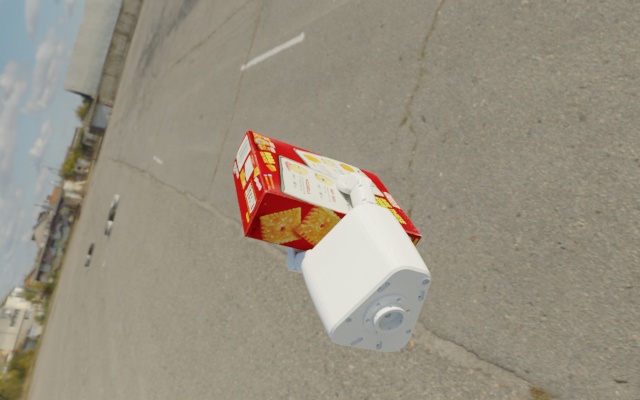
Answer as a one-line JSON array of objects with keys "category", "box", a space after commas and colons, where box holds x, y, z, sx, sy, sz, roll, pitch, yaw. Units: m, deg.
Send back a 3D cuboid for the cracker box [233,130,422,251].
[{"category": "cracker box", "box": [0.000, 0.002, 0.620, 0.214, 0.072, 0.164, 17, 25, -26]}]
